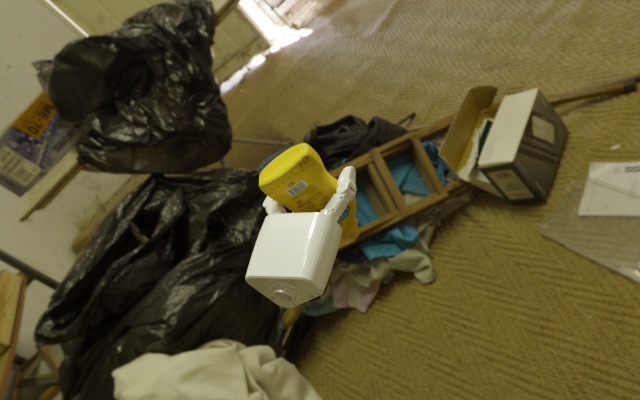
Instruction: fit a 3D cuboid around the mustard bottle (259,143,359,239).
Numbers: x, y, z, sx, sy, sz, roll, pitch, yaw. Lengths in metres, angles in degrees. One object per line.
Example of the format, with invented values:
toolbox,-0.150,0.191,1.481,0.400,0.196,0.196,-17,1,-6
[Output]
mustard bottle,0.000,0.002,0.746,0.096,0.058,0.192,-34,-56,18
